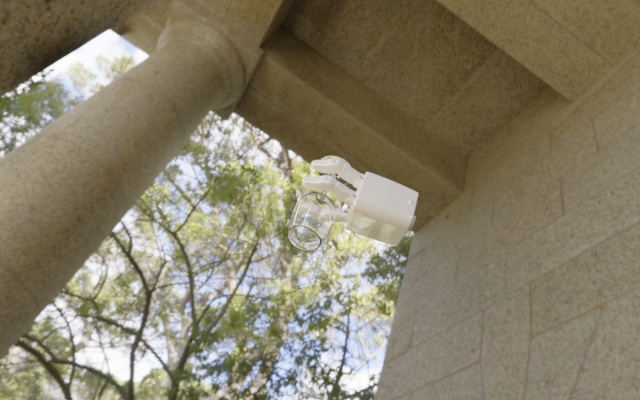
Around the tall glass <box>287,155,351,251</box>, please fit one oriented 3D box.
[{"bbox_3d":[0.000,0.002,0.887,0.079,0.079,0.201,0,39,22],"label":"tall glass"}]
